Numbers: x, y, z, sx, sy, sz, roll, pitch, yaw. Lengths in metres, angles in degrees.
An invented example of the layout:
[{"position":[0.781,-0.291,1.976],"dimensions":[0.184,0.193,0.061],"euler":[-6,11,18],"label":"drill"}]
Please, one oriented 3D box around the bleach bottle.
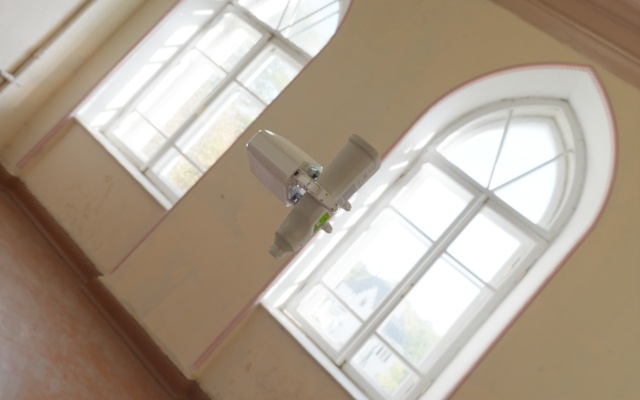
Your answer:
[{"position":[0.000,0.003,0.839],"dimensions":[0.068,0.251,0.102],"euler":[41,-5,17],"label":"bleach bottle"}]
